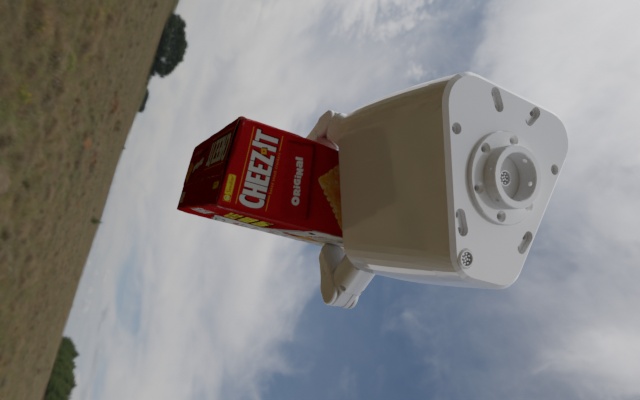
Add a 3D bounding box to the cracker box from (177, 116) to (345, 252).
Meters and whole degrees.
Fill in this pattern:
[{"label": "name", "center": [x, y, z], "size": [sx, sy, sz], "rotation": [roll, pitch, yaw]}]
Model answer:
[{"label": "cracker box", "center": [0.000, 0.002, 0.419], "size": [0.214, 0.072, 0.164], "rotation": [16, -9, -24]}]
